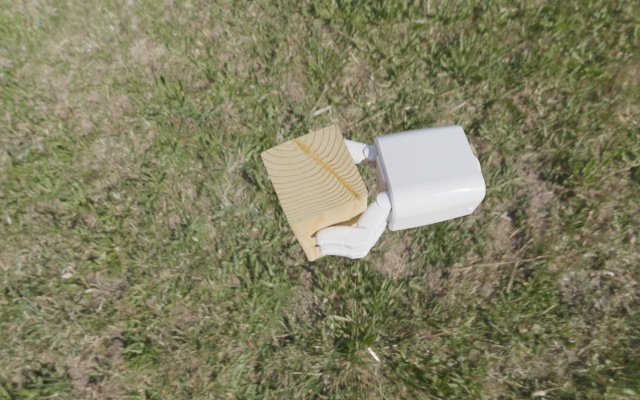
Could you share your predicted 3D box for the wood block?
[{"bbox_3d":[0.000,0.001,0.593,0.090,0.090,0.206,-22,-18,-3],"label":"wood block"}]
